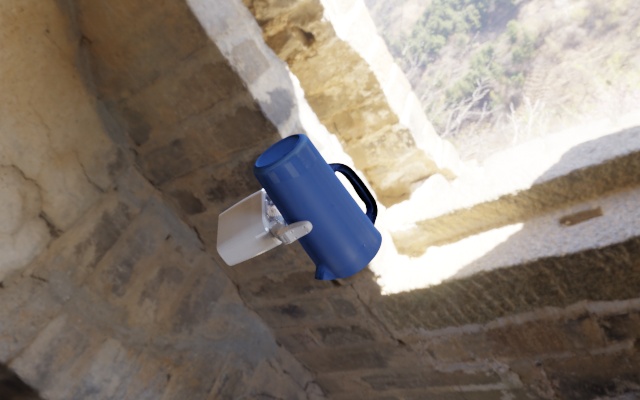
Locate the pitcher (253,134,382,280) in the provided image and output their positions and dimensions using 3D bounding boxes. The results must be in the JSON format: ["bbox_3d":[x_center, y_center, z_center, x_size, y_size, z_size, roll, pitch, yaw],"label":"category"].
[{"bbox_3d":[0.000,0.003,0.825,0.145,0.243,0.149,-28,25,15],"label":"pitcher"}]
